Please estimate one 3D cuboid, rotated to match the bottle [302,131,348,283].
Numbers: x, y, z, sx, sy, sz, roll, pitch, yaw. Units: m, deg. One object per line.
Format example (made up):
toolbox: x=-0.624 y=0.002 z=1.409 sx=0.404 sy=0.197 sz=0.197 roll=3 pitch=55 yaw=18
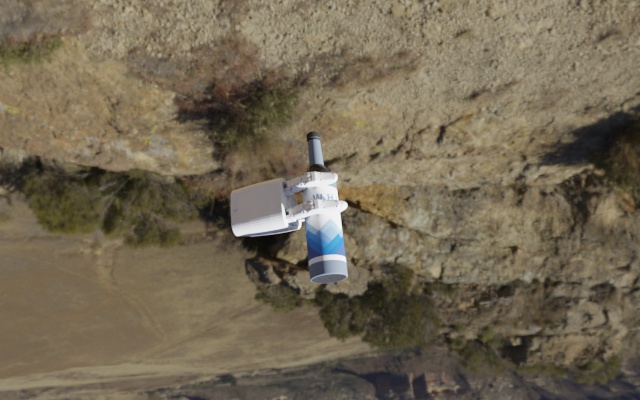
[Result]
bottle: x=0.000 y=0.003 z=0.895 sx=0.069 sy=0.295 sz=0.069 roll=-5 pitch=-23 yaw=-2
